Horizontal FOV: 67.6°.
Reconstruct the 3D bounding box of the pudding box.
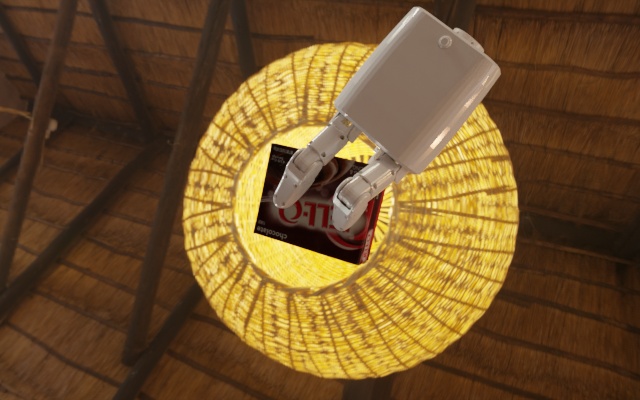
[{"bbox_3d":[0.000,0.001,0.449,0.113,0.090,0.039,15,6,23],"label":"pudding box"}]
